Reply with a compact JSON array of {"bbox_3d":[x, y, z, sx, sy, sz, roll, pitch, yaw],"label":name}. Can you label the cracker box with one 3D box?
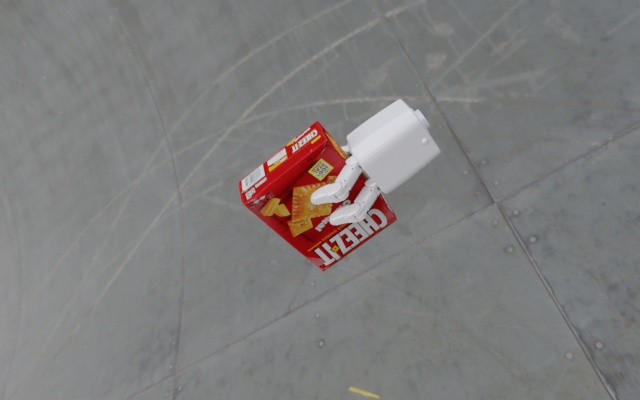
[{"bbox_3d":[0.000,0.002,0.774,0.164,0.072,0.214,-36,-53,12],"label":"cracker box"}]
